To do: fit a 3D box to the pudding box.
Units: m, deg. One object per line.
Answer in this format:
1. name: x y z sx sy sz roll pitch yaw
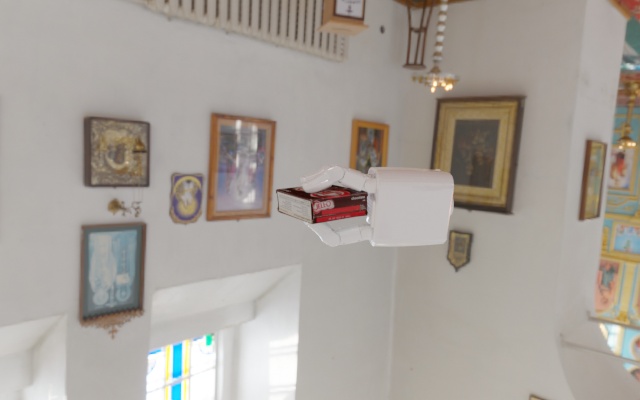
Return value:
1. pudding box: 0.000 0.002 0.678 0.090 0.039 0.113 -7 9 -29
